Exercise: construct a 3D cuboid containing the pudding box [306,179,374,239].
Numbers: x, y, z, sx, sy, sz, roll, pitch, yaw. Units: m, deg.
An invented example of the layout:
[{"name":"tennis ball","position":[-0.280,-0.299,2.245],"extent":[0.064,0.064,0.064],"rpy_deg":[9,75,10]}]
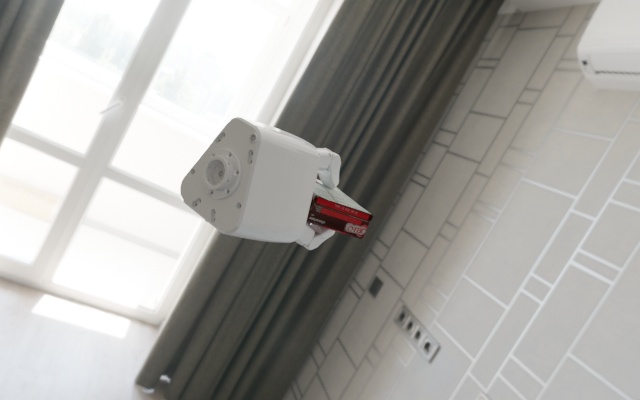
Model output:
[{"name":"pudding box","position":[0.000,0.002,0.599],"extent":[0.090,0.039,0.113],"rpy_deg":[20,13,-31]}]
